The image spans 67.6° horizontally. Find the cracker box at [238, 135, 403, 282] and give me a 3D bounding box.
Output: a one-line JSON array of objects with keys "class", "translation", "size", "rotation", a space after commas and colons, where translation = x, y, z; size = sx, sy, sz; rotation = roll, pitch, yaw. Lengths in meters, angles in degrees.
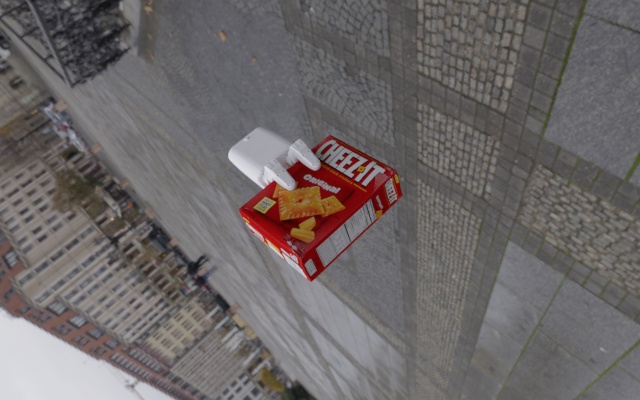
[{"class": "cracker box", "translation": [0.000, 0.003, 0.780], "size": [0.164, 0.213, 0.072], "rotation": [34, -22, 38]}]
